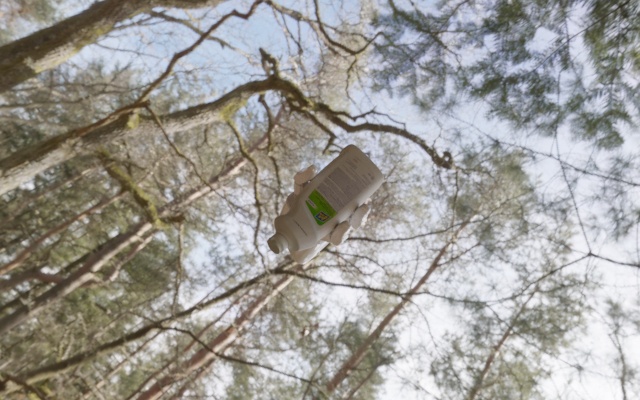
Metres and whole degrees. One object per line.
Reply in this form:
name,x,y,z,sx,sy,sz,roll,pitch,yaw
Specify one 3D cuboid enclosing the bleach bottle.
bleach bottle,0.000,0.003,0.828,0.250,0.102,0.068,-39,-11,-34
